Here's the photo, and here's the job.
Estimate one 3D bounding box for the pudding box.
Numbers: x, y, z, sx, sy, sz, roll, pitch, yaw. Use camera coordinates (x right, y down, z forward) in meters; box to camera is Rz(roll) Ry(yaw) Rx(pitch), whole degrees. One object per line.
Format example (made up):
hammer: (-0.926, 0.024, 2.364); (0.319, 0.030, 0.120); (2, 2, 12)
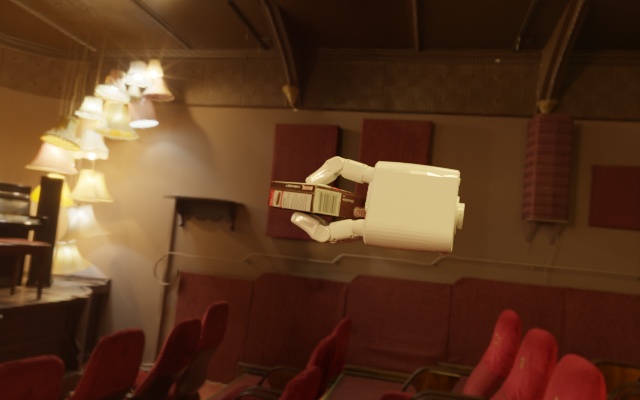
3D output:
pudding box: (0.000, 0.002, 0.645); (0.090, 0.039, 0.113); (6, -6, 45)
